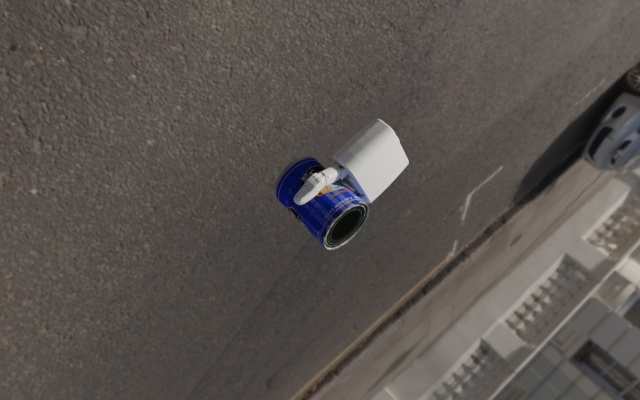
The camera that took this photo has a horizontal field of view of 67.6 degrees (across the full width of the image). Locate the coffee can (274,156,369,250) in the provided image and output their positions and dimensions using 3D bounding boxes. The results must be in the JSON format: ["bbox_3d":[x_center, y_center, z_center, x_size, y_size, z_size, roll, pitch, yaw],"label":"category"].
[{"bbox_3d":[0.000,0.003,0.838,0.140,0.103,0.103,43,24,29],"label":"coffee can"}]
